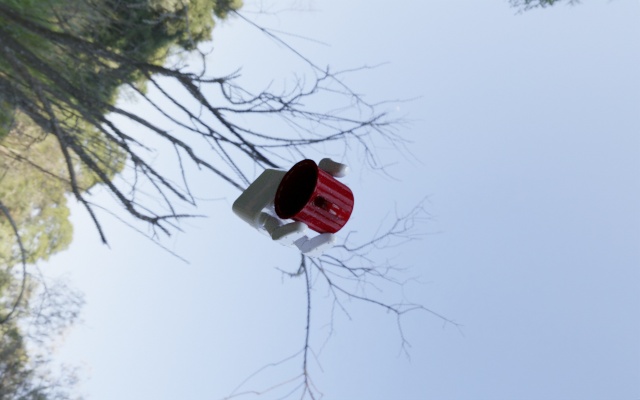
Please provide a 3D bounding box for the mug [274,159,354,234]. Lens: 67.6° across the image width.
[{"bbox_3d":[0.001,0.003,0.671,0.081,0.093,0.117,29,-4,-34],"label":"mug"}]
